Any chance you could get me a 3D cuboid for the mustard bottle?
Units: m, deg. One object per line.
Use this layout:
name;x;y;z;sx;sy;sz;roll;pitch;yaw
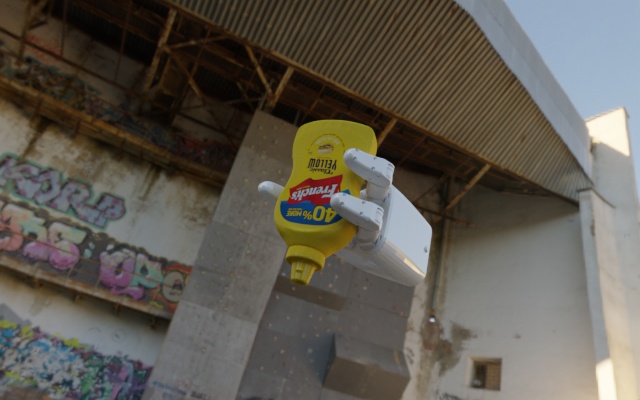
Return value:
mustard bottle;0.000;0.001;0.531;0.096;0.191;0.058;6;-27;18
